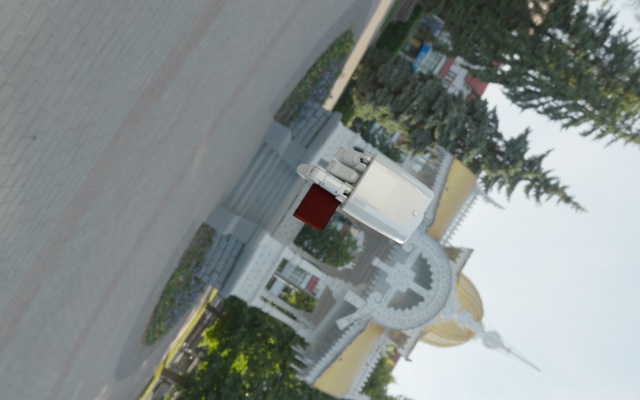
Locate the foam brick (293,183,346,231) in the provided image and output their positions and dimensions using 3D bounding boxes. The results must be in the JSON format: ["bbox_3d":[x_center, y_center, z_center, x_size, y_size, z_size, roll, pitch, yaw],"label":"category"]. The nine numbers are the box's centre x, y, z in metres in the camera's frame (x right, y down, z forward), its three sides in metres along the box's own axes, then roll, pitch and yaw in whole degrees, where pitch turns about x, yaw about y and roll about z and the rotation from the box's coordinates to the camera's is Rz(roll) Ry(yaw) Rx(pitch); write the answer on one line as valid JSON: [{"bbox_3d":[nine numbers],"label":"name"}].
[{"bbox_3d":[0.000,0.003,0.730,0.051,0.078,0.053,33,-7,-2],"label":"foam brick"}]
